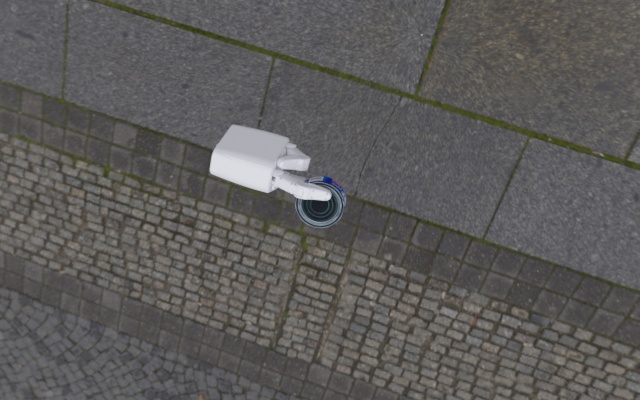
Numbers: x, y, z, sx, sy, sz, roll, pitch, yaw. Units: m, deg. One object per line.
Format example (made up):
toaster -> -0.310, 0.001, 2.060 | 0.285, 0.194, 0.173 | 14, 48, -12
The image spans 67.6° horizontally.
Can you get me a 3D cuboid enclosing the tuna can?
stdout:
tuna can -> 0.000, 0.003, 0.811 | 0.086, 0.086, 0.033 | 0, 21, 6
